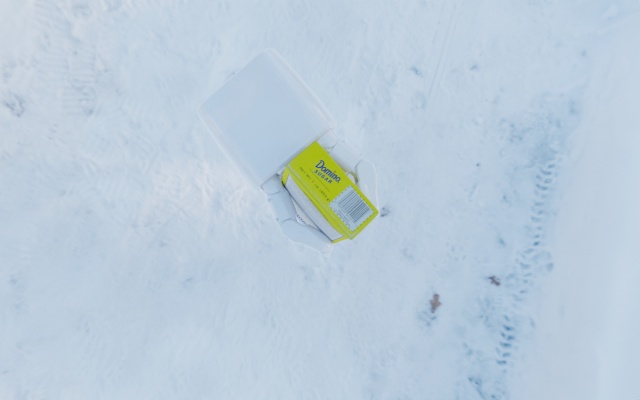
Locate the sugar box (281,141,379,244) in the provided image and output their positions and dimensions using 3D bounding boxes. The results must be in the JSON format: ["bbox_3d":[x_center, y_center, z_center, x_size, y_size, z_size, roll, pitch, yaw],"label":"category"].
[{"bbox_3d":[0.000,0.001,0.522,0.048,0.093,0.176,-40,0,-8],"label":"sugar box"}]
